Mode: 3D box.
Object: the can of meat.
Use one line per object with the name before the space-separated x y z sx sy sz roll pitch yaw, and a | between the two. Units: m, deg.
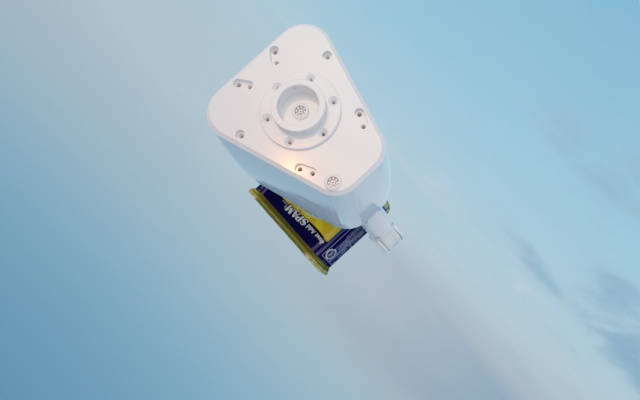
can of meat | 0.000 0.001 0.433 0.084 0.102 0.057 -43 -18 -2
